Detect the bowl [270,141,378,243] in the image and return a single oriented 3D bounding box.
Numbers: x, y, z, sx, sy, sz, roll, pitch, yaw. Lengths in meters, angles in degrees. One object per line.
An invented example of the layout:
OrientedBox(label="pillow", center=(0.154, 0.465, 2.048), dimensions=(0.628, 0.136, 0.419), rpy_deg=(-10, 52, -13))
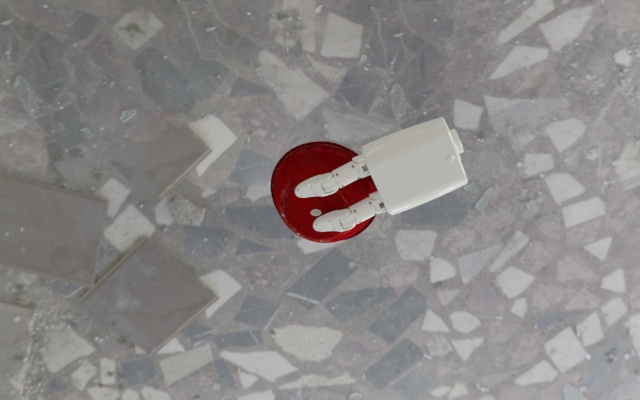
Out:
OrientedBox(label="bowl", center=(-0.001, 0.003, 0.665), dimensions=(0.162, 0.162, 0.055), rpy_deg=(0, 28, 14))
